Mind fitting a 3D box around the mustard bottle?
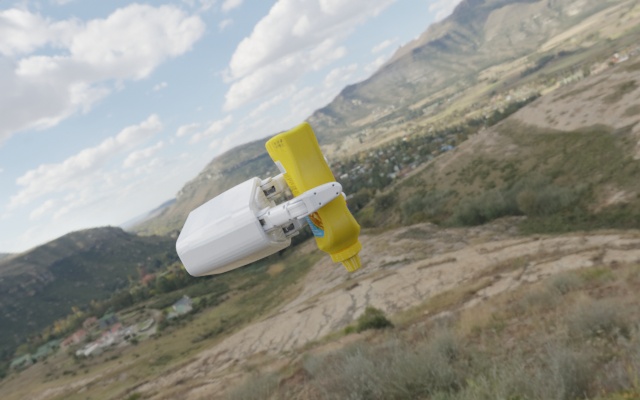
[{"bbox_3d":[0.000,0.002,0.590,0.058,0.191,0.096,-28,7,-13],"label":"mustard bottle"}]
